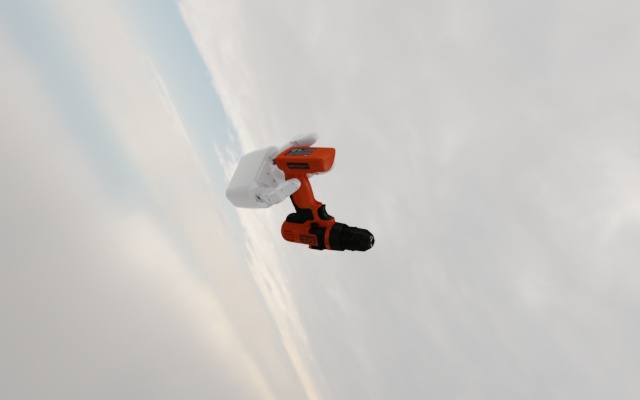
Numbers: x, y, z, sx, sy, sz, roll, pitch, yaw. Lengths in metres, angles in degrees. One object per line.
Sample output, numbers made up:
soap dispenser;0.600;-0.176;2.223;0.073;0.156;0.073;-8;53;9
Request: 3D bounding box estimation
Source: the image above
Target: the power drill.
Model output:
power drill;0.000;0.002;0.830;0.184;0.188;0.057;5;28;28
